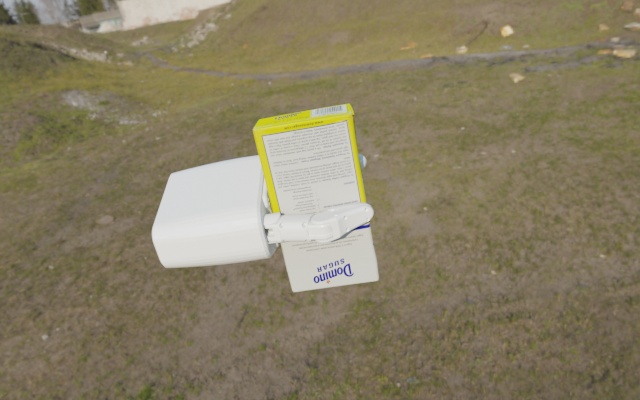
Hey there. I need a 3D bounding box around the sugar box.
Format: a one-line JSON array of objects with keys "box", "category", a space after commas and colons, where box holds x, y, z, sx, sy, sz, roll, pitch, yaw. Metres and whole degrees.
[{"box": [0.000, 0.001, 0.472, 0.093, 0.176, 0.048, -8, 25, 6], "category": "sugar box"}]
